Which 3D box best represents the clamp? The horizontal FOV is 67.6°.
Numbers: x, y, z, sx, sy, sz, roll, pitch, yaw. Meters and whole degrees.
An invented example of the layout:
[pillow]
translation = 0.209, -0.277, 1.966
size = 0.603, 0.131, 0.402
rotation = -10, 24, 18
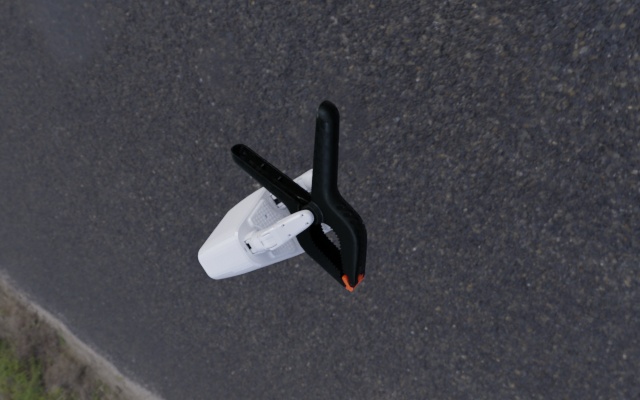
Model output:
[clamp]
translation = 0.000, 0.003, 0.520
size = 0.164, 0.210, 0.036
rotation = -25, 9, 47
